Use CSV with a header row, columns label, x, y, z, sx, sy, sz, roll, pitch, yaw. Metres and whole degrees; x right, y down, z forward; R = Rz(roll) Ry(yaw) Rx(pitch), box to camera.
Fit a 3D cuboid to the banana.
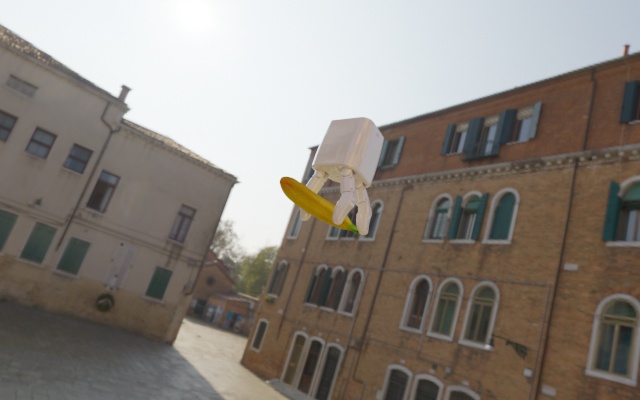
label,x,y,z,sx,sy,sz,roll,pitch,yaw
banana,-0.009,0.004,0.864,0.198,0.037,0.069,32,-18,-33
